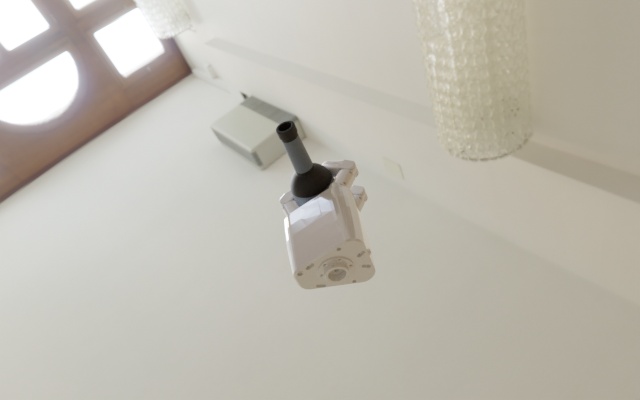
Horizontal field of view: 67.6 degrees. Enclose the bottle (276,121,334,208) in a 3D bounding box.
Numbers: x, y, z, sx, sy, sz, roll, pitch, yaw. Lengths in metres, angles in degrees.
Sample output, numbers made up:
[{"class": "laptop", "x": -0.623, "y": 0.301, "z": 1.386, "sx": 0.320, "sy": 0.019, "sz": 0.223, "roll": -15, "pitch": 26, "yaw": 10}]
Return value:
[{"class": "bottle", "x": 0.000, "y": 0.003, "z": 0.731, "sx": 0.069, "sy": 0.069, "sz": 0.296, "roll": 0, "pitch": -43, "yaw": 26}]
